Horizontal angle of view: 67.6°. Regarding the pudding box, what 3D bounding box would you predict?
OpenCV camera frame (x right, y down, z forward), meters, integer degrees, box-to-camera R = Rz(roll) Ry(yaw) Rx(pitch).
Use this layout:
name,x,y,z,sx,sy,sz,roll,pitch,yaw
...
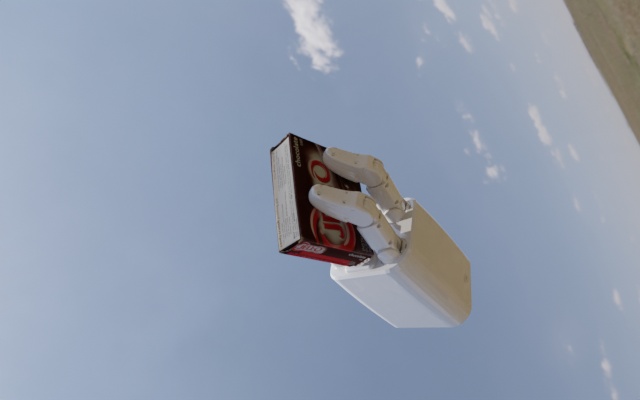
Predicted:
name,x,y,z,sx,sy,sz,roll,pitch,yaw
pudding box,0.000,0.002,0.455,0.090,0.113,0.039,17,-39,-40
